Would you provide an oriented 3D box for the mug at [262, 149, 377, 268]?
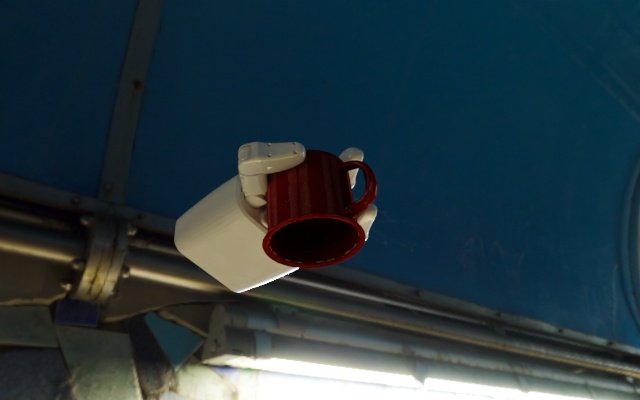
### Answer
[{"bbox_3d":[0.001,0.001,0.444,0.117,0.081,0.093,-30,-41,29],"label":"mug"}]
